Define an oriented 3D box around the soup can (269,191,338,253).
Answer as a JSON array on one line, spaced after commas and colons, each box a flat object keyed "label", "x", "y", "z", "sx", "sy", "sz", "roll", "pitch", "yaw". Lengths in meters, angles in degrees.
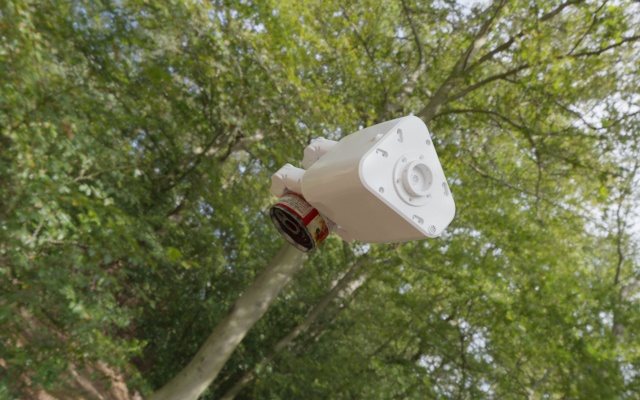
[{"label": "soup can", "x": 0.000, "y": 0.002, "z": 0.553, "sx": 0.102, "sy": 0.068, "sz": 0.068, "roll": -43, "pitch": 22, "yaw": -25}]
